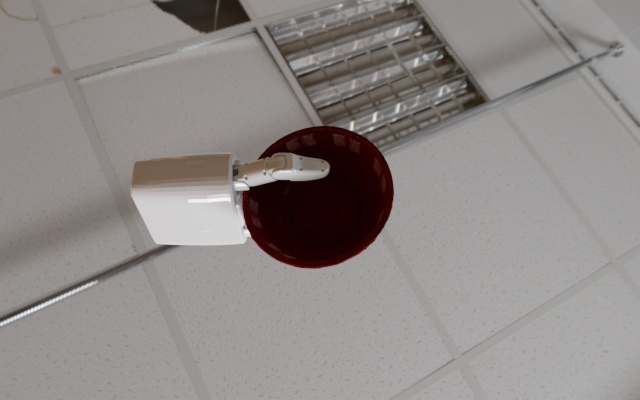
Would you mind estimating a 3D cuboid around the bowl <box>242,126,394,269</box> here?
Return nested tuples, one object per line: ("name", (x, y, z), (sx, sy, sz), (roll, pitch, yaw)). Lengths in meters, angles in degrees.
("bowl", (0.001, 0.002, 0.519), (0.162, 0.162, 0.055), (0, -23, 13))
